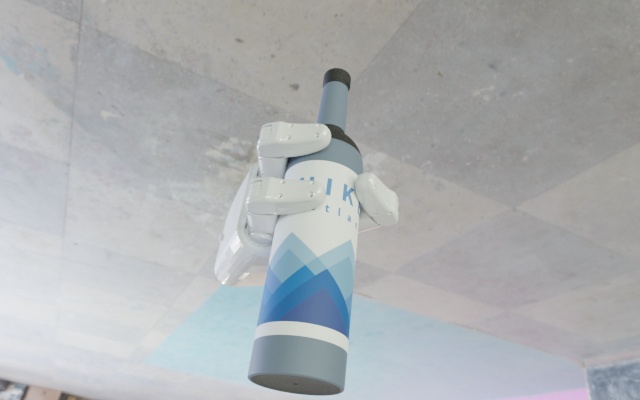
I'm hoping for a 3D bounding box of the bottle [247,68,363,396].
[{"bbox_3d":[0.000,0.001,0.400,0.069,0.295,0.069,6,-32,3],"label":"bottle"}]
